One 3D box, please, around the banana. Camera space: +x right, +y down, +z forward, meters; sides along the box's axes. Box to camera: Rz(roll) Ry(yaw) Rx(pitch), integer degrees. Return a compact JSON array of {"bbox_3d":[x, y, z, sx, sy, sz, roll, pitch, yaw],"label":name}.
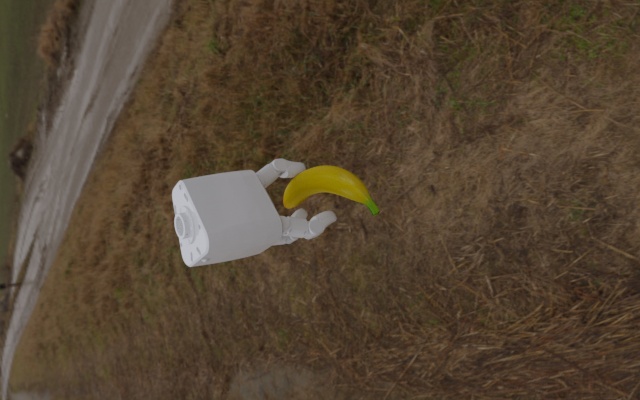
[{"bbox_3d":[0.000,-0.016,0.686,0.037,0.069,0.198,-14,12,-38],"label":"banana"}]
